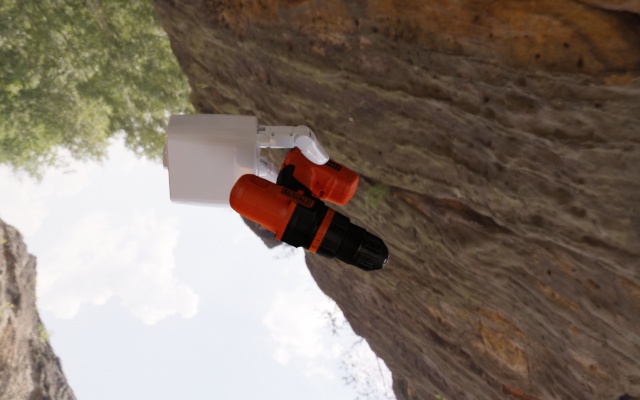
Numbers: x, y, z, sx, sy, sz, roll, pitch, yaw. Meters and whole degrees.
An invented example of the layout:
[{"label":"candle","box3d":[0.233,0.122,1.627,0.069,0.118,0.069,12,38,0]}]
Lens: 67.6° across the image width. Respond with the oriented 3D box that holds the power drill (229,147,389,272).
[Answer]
[{"label":"power drill","box3d":[0.000,0.002,0.579,0.184,0.057,0.187,27,21,-1]}]
